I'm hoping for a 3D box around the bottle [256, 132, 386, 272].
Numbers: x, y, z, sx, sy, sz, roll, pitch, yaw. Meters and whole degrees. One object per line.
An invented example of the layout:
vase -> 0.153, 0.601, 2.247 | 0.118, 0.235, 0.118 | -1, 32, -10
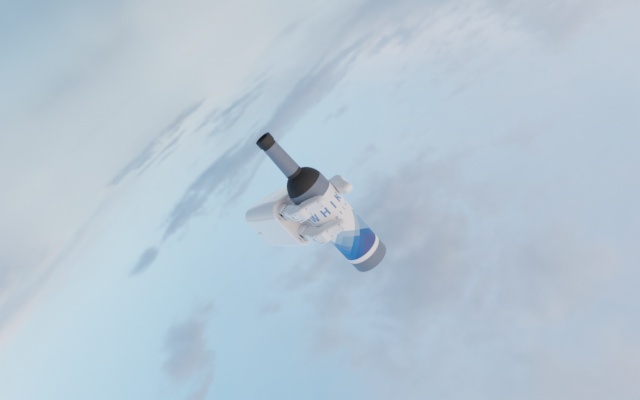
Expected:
bottle -> 0.000, 0.003, 0.801 | 0.296, 0.069, 0.069 | 48, -23, -23
